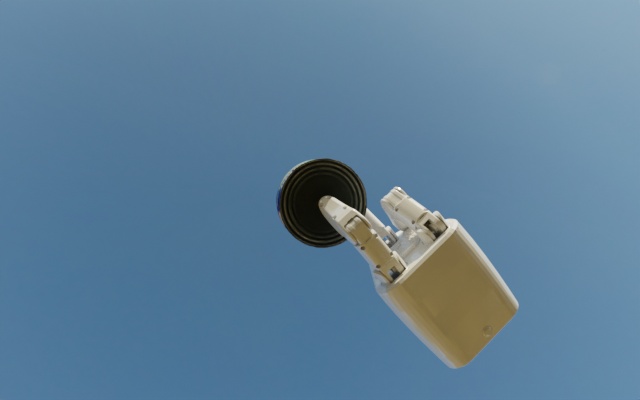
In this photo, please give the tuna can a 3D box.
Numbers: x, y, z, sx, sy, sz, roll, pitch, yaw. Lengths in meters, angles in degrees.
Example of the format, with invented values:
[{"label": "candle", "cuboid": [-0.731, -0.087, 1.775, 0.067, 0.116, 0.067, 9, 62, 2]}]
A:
[{"label": "tuna can", "cuboid": [0.000, 0.001, 0.469, 0.086, 0.086, 0.034, 0, 5, -12]}]
